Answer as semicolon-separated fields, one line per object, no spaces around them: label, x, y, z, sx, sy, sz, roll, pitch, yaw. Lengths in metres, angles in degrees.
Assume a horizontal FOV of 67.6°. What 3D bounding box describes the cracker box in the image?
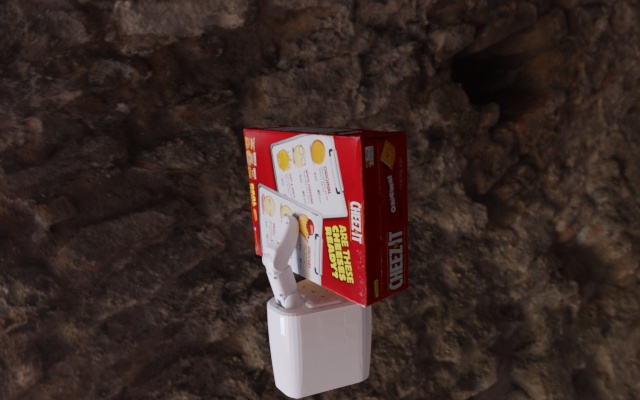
cracker box;0.000;0.002;0.532;0.072;0.164;0.213;-13;17;-36
